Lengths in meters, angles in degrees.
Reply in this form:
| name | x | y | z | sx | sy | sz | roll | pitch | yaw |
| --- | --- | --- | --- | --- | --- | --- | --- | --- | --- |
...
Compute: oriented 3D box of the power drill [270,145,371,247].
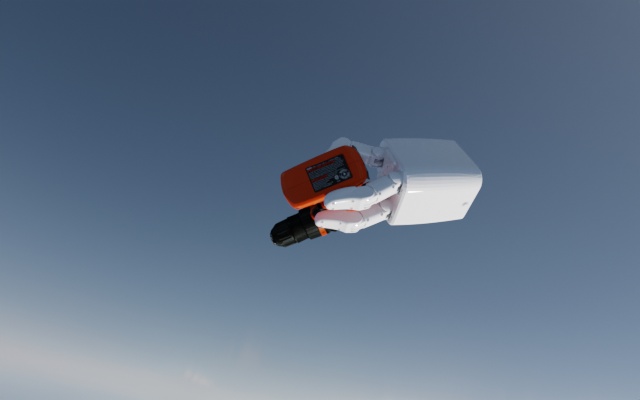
| name | x | y | z | sx | sy | sz | roll | pitch | yaw |
| --- | --- | --- | --- | --- | --- | --- | --- | --- | --- |
| power drill | 0.000 | 0.002 | 0.664 | 0.184 | 0.057 | 0.188 | -25 | -18 | 0 |
